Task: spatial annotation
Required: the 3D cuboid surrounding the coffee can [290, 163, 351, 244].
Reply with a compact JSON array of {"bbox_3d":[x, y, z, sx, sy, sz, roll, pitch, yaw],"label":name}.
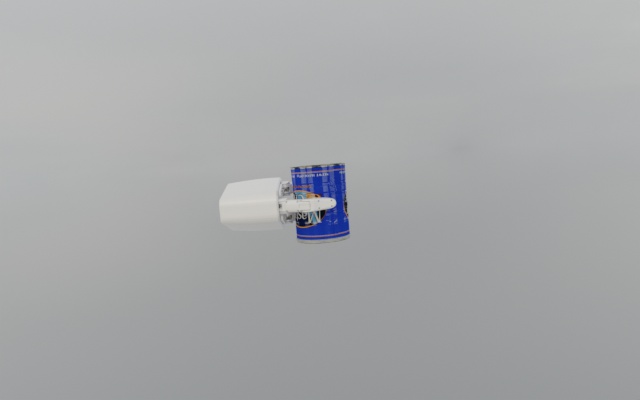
[{"bbox_3d":[0.000,0.003,0.897,0.103,0.140,0.103,-5,5,0],"label":"coffee can"}]
